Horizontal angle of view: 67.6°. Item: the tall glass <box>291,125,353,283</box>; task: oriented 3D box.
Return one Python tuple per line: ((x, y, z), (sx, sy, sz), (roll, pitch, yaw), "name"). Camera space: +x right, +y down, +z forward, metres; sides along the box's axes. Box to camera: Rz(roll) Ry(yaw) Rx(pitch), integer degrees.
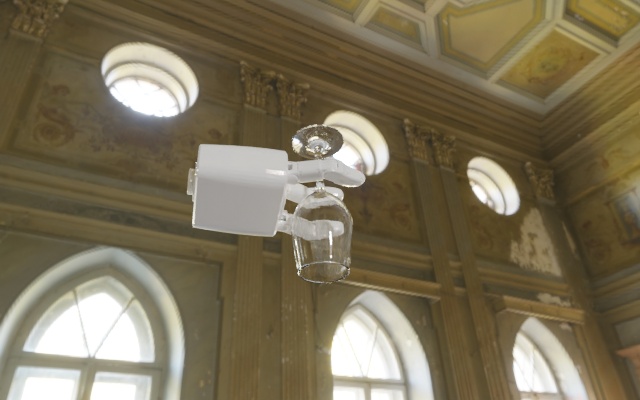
((0.000, 0.001, 0.617), (0.079, 0.201, 0.079), (-2, -32, -1), "tall glass")
